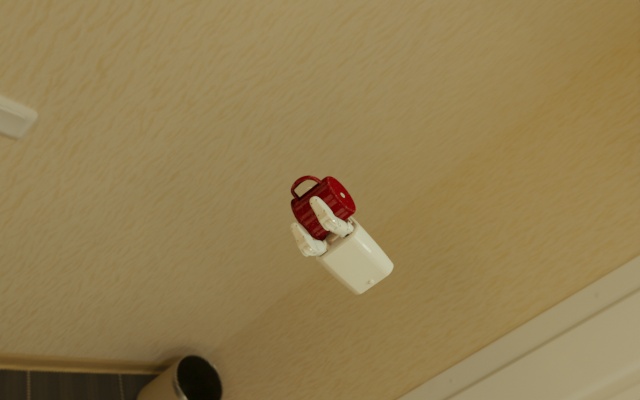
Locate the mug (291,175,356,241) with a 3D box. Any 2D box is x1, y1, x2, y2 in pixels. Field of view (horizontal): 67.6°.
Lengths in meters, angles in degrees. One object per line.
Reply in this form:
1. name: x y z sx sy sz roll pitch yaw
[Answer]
1. mug: -0.001 0.002 0.836 0.081 0.117 0.093 -38 19 18
